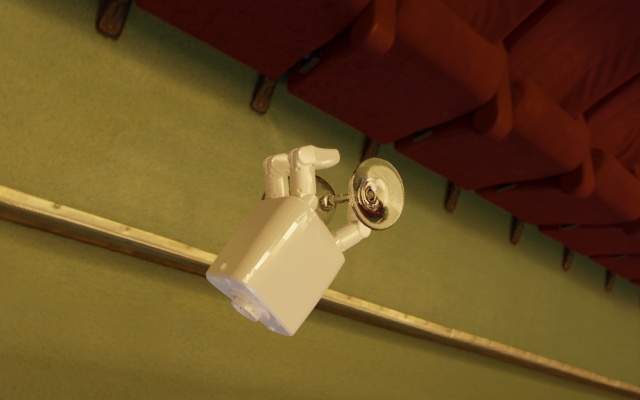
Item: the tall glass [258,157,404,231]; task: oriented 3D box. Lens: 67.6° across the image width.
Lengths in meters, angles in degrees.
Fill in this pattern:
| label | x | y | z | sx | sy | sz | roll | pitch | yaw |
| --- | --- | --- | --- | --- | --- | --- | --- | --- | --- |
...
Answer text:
| label | x | y | z | sx | sy | sz | roll | pitch | yaw |
| --- | --- | --- | --- | --- | --- | --- | --- | --- | --- |
| tall glass | 0.001 | 0.002 | 0.561 | 0.079 | 0.079 | 0.201 | 0 | -5 | -36 |
